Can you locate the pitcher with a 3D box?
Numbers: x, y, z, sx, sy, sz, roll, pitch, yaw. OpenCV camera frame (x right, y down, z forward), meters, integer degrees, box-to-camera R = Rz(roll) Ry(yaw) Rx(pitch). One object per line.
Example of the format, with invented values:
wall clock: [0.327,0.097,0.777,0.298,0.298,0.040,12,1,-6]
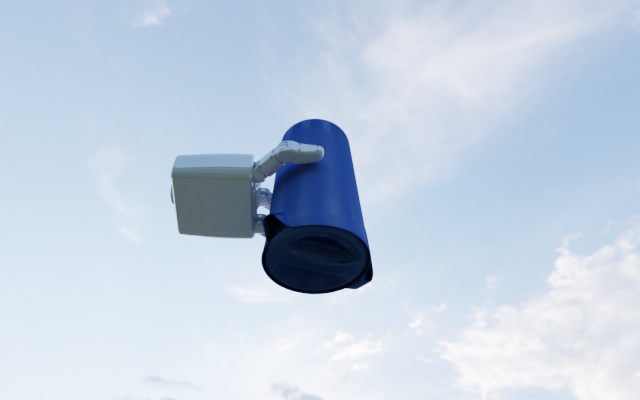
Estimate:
pitcher: [0.000,0.002,0.664,0.145,0.149,0.242,0,44,-1]
